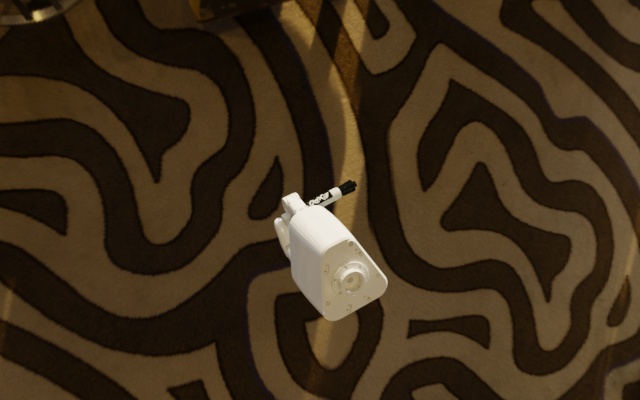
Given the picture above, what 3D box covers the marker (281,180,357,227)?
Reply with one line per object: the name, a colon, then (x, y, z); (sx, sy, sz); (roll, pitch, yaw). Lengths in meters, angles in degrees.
marker: (0.000, 0.002, 0.697); (0.121, 0.020, 0.020); (-28, 6, -13)
